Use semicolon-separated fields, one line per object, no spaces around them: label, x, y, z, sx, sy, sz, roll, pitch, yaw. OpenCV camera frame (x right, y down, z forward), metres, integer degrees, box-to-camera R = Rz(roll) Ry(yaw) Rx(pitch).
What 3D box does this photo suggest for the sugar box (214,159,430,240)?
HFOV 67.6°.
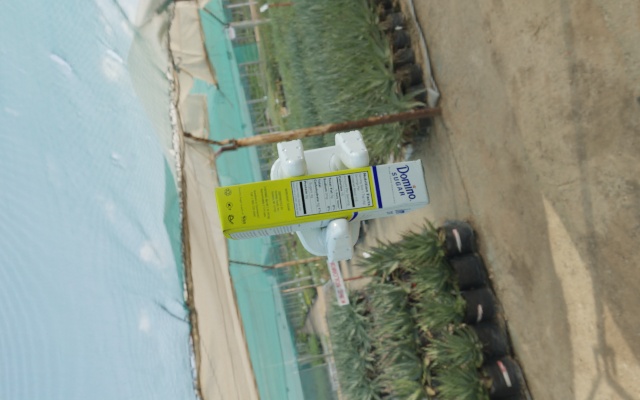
sugar box;0.000;0.001;0.436;0.176;0.048;0.093;-10;-6;-5
